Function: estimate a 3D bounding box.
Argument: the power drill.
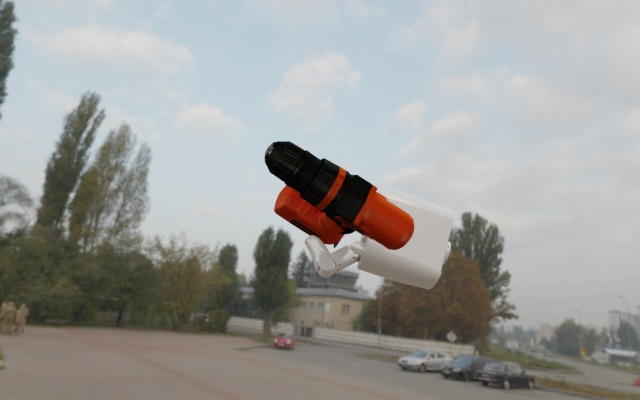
[{"bbox_3d":[0.000,0.002,0.579,0.184,0.057,0.187,33,-13,-12],"label":"power drill"}]
